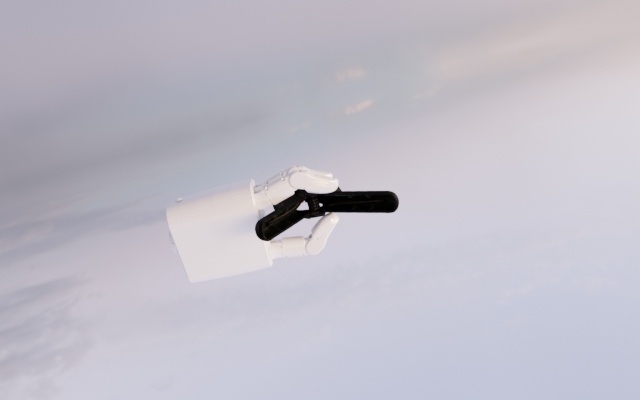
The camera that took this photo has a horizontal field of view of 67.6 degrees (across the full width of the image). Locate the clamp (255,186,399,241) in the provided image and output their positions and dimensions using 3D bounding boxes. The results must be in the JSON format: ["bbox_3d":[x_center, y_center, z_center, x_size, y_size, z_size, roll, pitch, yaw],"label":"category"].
[{"bbox_3d":[0.000,0.003,0.612,0.164,0.036,0.210,-10,11,-4],"label":"clamp"}]
